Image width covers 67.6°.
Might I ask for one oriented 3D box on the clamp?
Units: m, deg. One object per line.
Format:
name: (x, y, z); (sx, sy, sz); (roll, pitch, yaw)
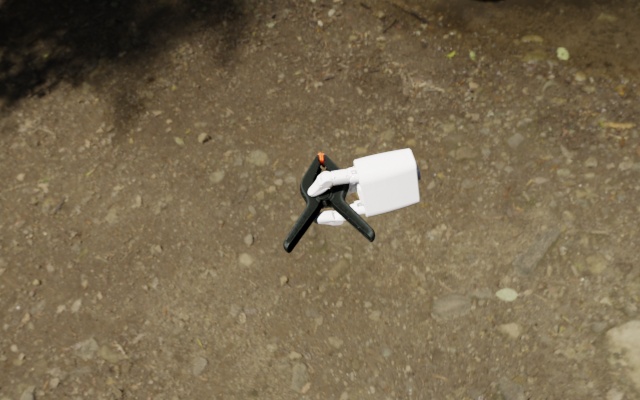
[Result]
clamp: (0.000, 0.002, 0.896); (0.164, 0.209, 0.036); (-13, -33, 1)
